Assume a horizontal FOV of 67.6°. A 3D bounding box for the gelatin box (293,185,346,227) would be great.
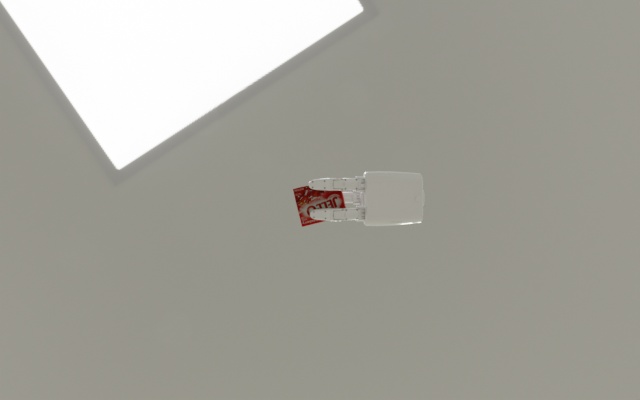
[{"bbox_3d":[0.000,0.003,0.891,0.089,0.073,0.030,-13,3,5],"label":"gelatin box"}]
